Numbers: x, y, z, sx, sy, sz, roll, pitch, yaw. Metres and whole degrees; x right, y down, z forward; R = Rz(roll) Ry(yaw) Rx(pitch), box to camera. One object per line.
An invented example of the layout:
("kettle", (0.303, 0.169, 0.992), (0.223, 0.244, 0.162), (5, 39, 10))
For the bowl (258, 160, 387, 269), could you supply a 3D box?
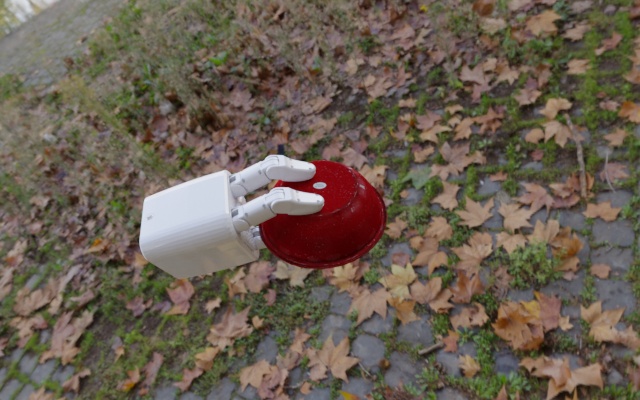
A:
("bowl", (0.001, 0.001, 0.578), (0.162, 0.162, 0.055), (0, -43, 6))
